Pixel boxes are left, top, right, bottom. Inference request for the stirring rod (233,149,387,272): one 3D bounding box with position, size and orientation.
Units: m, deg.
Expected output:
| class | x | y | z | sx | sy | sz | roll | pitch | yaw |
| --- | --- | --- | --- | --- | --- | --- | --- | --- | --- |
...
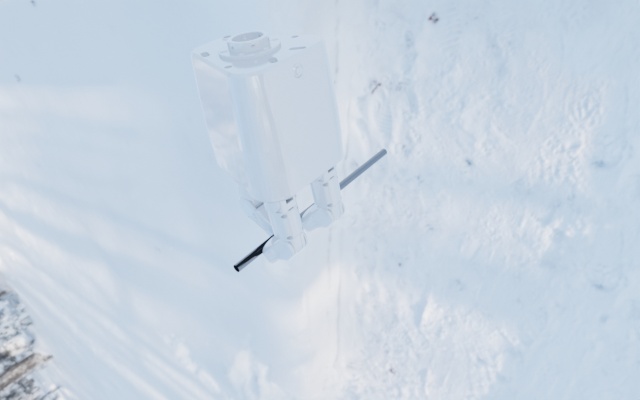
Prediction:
| class | x | y | z | sx | sy | sz | roll | pitch | yaw |
| --- | --- | --- | --- | --- | --- | --- | --- | --- | --- |
| stirring rod | 0.000 | 0.002 | 0.506 | 0.011 | 0.011 | 0.239 | 0 | 30 | 48 |
